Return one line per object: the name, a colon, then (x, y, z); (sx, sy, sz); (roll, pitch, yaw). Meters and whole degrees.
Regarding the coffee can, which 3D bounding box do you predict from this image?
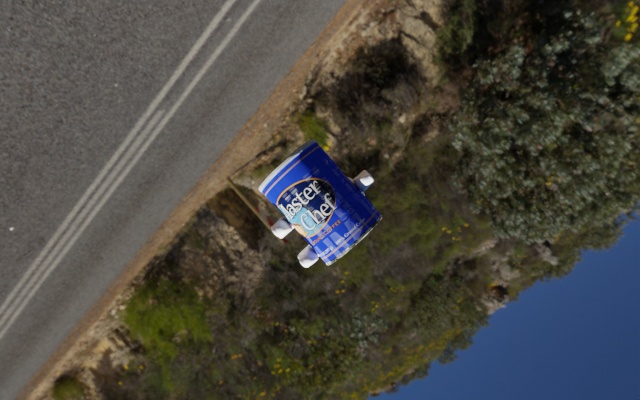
coffee can: (0.000, 0.002, 0.649); (0.103, 0.140, 0.103); (-42, -1, -1)
